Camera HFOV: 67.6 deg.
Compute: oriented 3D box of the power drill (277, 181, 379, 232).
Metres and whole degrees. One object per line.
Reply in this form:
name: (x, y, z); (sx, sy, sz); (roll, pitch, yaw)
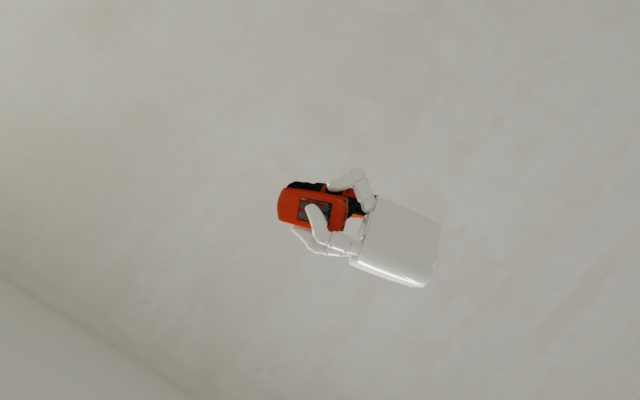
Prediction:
power drill: (0.000, 0.003, 0.786); (0.184, 0.057, 0.187); (10, 9, 19)
